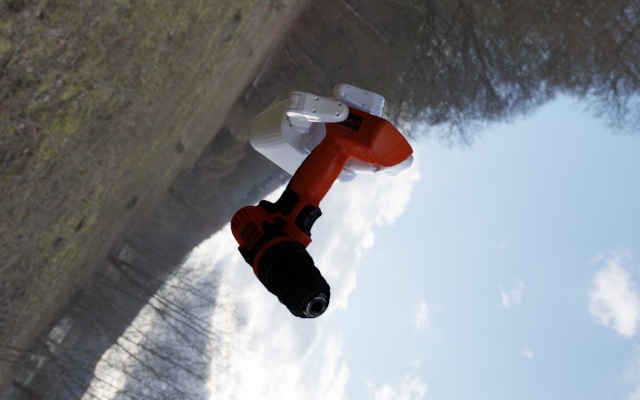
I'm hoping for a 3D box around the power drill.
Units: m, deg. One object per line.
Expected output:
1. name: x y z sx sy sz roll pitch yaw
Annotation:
1. power drill: 0.000 0.001 0.456 0.057 0.187 0.184 42 -2 -35
